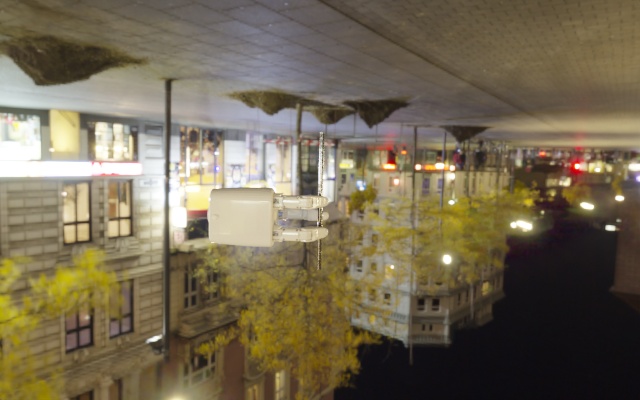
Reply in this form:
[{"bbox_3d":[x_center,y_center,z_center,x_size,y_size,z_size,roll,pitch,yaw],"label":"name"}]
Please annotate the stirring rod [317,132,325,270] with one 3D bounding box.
[{"bbox_3d":[0.000,0.003,0.833,0.011,0.239,0.011,2,5,0],"label":"stirring rod"}]
